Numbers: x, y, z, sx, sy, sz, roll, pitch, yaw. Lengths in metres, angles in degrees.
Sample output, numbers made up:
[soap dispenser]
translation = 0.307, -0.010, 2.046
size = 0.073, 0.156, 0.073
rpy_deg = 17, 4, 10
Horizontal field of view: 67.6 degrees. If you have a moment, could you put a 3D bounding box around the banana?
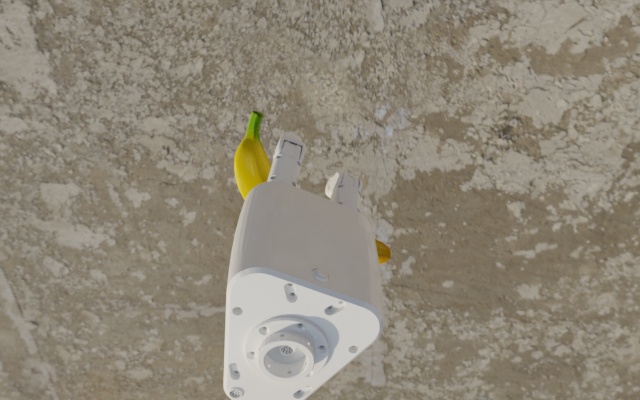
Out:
[banana]
translation = -0.016, 0.011, 0.452
size = 0.069, 0.198, 0.037
rpy_deg = -40, 20, 13
